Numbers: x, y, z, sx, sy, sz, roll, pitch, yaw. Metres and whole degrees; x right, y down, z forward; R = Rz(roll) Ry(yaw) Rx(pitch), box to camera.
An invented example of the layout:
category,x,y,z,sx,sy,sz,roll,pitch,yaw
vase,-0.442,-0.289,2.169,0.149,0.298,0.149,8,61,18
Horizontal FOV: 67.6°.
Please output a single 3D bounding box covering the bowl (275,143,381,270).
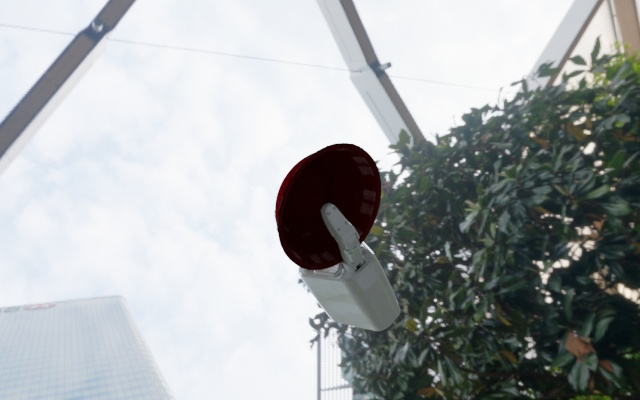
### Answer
category,x,y,z,sx,sy,sz,roll,pitch,yaw
bowl,0.000,0.001,0.592,0.162,0.162,0.055,0,19,-41
